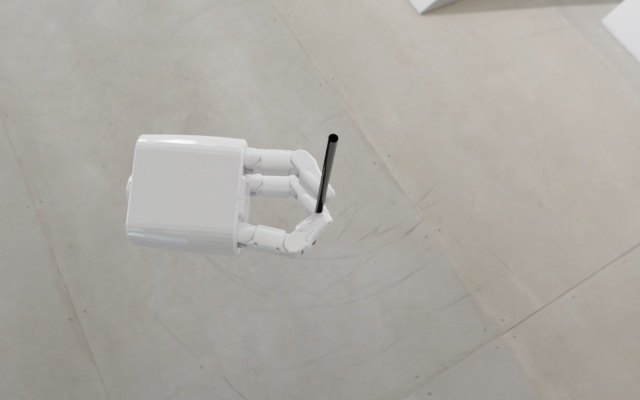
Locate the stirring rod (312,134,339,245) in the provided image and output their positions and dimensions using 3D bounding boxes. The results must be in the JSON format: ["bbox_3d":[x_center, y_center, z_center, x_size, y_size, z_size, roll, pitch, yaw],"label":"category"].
[{"bbox_3d":[0.000,0.002,0.469,0.011,0.011,0.240,0,-24,-5],"label":"stirring rod"}]
